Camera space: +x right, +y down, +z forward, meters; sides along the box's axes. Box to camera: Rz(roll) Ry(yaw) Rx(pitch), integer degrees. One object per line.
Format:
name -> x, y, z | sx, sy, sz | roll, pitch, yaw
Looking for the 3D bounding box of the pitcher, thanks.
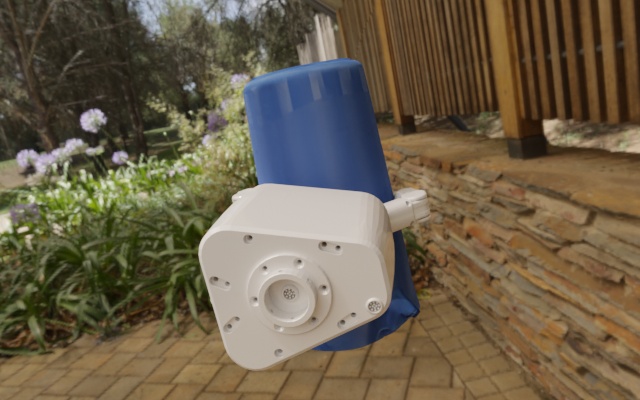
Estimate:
pitcher -> 0.000, 0.002, 0.450 | 0.149, 0.243, 0.145 | -10, 12, 9
